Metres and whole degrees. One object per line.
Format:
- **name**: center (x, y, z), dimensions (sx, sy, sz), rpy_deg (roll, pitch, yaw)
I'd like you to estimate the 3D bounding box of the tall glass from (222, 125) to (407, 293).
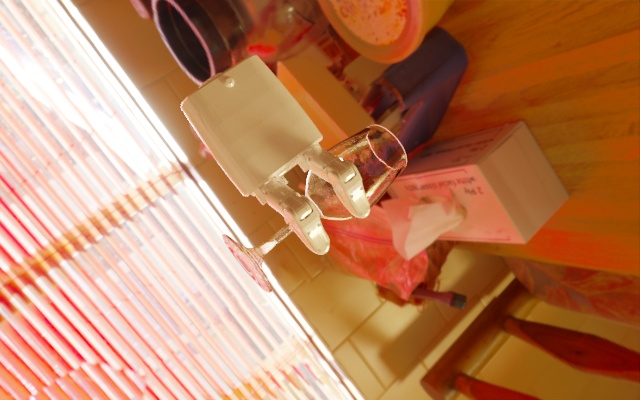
- **tall glass**: center (0.000, 0.002, 0.495), dimensions (0.201, 0.079, 0.079), rpy_deg (-39, 15, -19)
